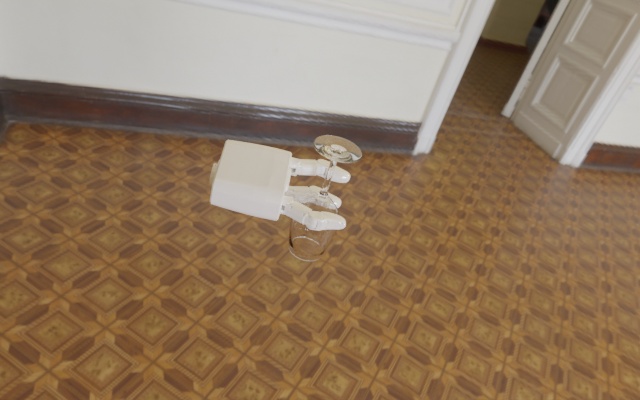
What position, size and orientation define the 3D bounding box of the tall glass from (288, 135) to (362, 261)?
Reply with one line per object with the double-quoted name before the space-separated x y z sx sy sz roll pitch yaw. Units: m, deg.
"tall glass" 0.000 0.002 0.752 0.079 0.201 0.079 12 34 -8
